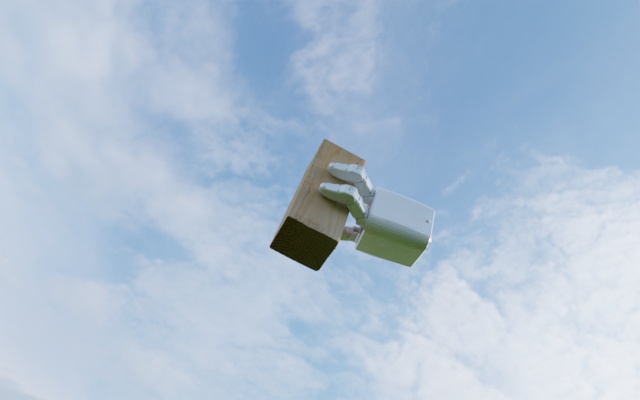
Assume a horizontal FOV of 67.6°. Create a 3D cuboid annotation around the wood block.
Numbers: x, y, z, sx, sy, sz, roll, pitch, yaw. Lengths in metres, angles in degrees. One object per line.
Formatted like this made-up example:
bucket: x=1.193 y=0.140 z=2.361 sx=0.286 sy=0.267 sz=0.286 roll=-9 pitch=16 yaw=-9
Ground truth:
wood block: x=0.000 y=0.003 z=0.806 sx=0.090 sy=0.206 sz=0.091 roll=27 pitch=-46 yaw=-5
